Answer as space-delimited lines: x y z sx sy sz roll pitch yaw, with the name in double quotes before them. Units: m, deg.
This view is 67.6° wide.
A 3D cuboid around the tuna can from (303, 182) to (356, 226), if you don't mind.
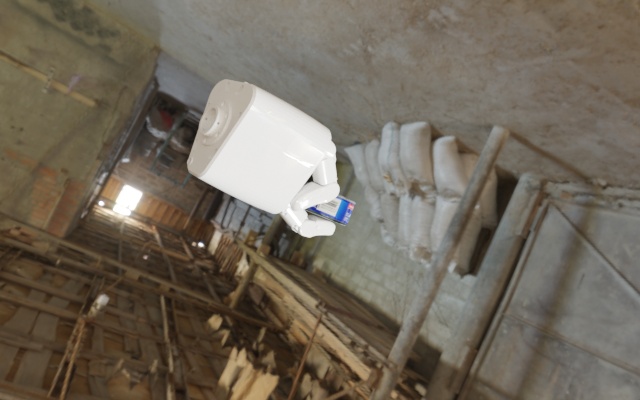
"tuna can" 0.000 0.003 0.614 0.086 0.034 0.086 22 -1 0
